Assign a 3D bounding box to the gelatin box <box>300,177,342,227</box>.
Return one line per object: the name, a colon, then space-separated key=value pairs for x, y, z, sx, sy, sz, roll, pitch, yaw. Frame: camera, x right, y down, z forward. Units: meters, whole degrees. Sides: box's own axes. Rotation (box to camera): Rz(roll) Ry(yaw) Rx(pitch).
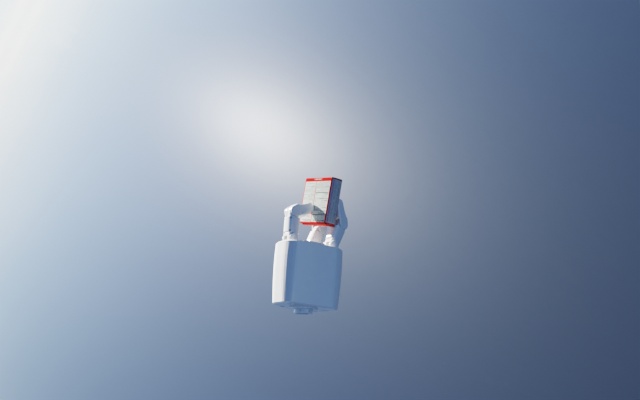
gelatin box: x=0.000 y=0.002 z=0.877 sx=0.030 sy=0.089 sz=0.073 roll=15 pitch=-10 yaw=-40
